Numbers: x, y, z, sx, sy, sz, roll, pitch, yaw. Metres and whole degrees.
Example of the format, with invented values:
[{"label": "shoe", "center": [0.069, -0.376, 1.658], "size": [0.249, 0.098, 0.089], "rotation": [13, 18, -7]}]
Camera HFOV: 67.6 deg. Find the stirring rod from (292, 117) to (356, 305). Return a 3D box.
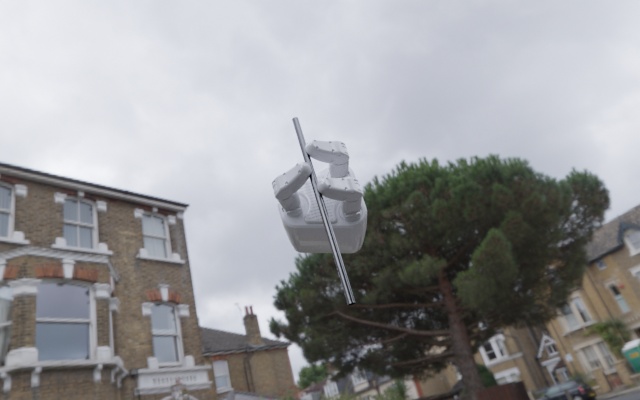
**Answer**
[{"label": "stirring rod", "center": [0.000, 0.002, 0.534], "size": [0.011, 0.239, 0.011], "rotation": [-13, -27, -7]}]
